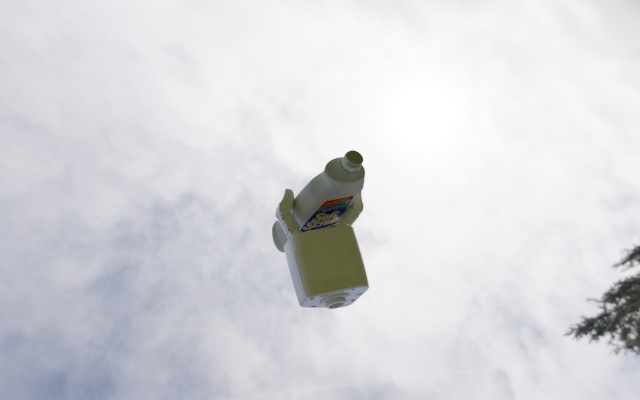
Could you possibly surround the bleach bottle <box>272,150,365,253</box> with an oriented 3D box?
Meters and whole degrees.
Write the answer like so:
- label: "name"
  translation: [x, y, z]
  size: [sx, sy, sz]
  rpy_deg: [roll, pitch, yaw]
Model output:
- label: "bleach bottle"
  translation: [0.000, 0.003, 0.805]
  size: [0.102, 0.068, 0.251]
  rpy_deg: [-1, -32, -25]
